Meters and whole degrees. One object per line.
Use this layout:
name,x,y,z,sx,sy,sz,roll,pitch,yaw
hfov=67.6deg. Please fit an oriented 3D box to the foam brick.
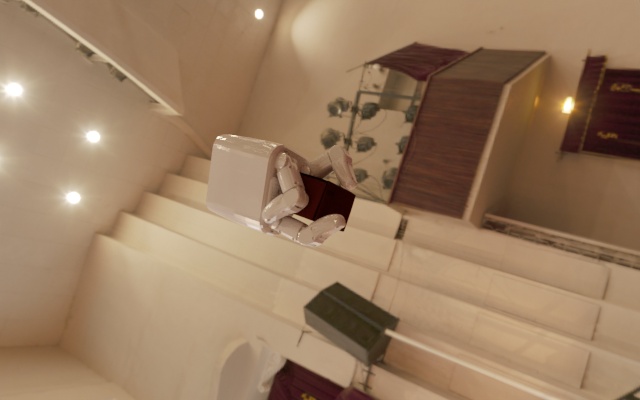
foam brick,0.000,0.002,0.604,0.051,0.053,0.078,18,-4,33
